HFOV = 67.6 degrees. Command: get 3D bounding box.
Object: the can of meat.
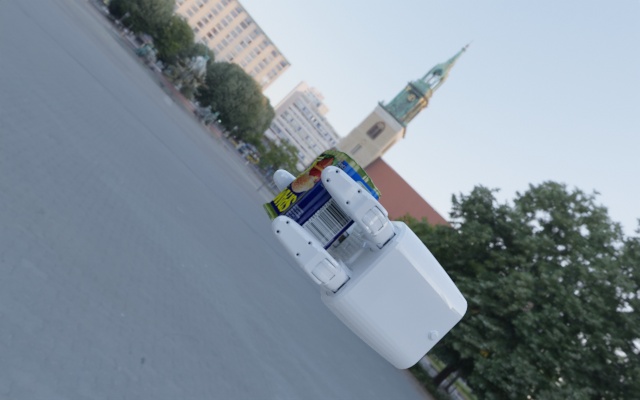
[{"bbox_3d":[0.000,0.001,0.433,0.084,0.057,0.102,-44,15,-2],"label":"can of meat"}]
